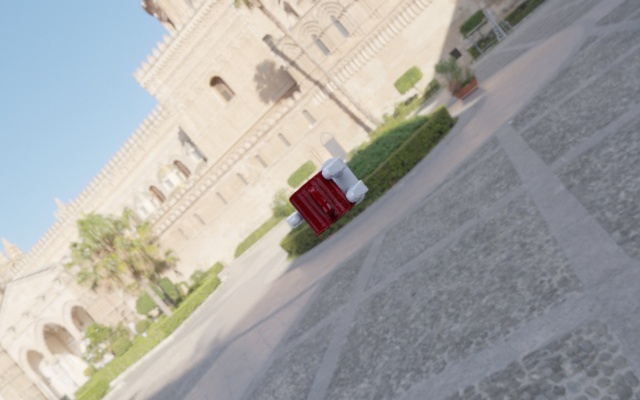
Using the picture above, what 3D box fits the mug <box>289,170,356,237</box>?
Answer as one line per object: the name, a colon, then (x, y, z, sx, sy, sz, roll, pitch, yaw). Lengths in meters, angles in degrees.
mug: (0.000, 0.003, 0.805, 0.093, 0.081, 0.117, -40, 0, 1)
